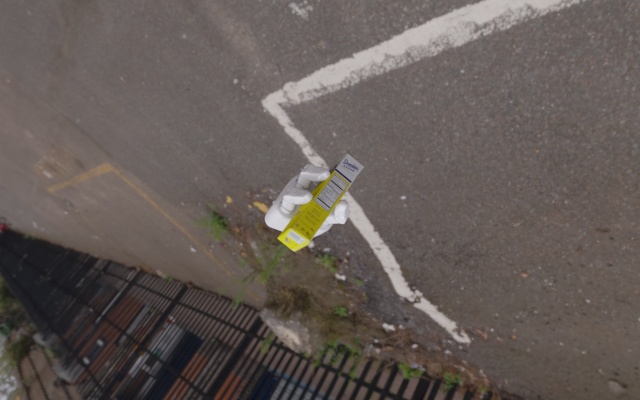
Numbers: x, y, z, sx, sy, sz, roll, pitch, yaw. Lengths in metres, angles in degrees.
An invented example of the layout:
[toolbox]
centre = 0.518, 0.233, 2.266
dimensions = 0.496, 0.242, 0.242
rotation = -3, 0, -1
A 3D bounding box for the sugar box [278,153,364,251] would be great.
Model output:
[sugar box]
centre = 0.000, 0.003, 0.839
dimensions = 0.048, 0.176, 0.093
rotation = 37, -24, -7
